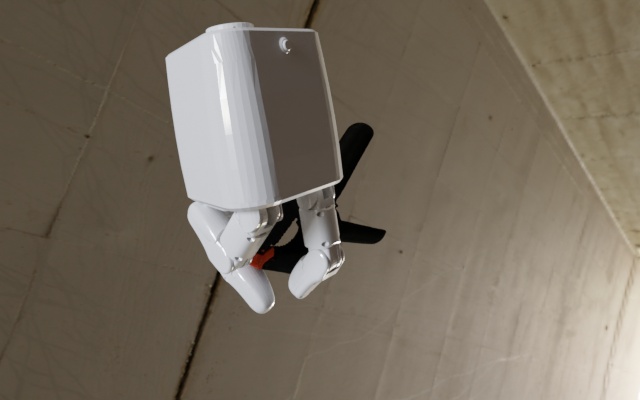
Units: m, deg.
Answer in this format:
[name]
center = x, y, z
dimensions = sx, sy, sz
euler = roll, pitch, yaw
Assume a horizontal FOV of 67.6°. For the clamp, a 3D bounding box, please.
[clamp]
center = 0.000, 0.001, 0.408
dimensions = 0.039, 0.120, 0.171
euler = 2, 15, 41
